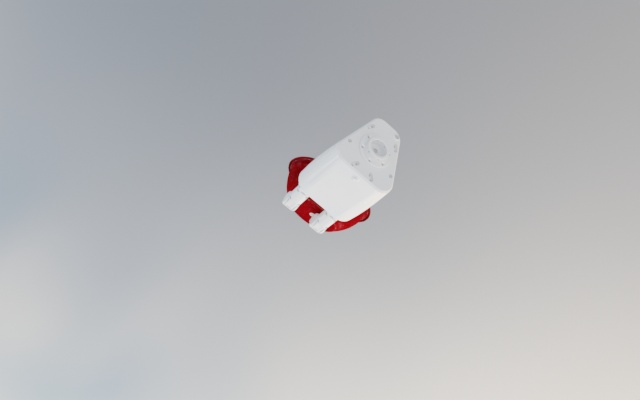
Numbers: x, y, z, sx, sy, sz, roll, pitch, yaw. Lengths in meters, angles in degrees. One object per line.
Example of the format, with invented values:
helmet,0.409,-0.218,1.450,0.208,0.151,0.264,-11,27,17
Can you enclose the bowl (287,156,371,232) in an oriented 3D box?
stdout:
bowl,0.000,0.003,0.790,0.162,0.055,0.162,29,-24,14
